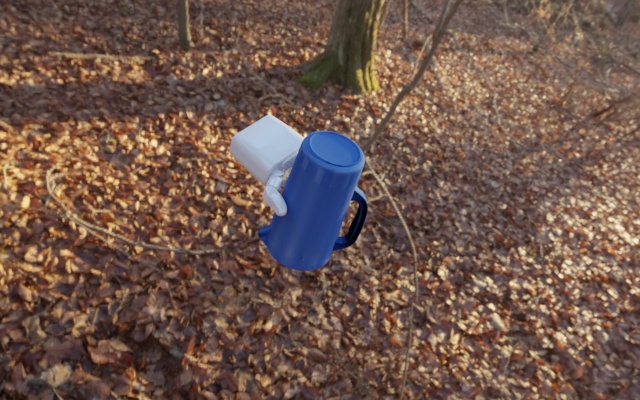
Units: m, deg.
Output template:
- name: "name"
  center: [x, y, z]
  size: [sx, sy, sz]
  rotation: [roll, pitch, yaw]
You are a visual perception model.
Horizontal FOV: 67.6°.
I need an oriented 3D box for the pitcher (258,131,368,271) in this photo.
- name: "pitcher"
  center: [0.000, 0.003, 0.848]
  size: [0.145, 0.243, 0.149]
  rotation: [39, 43, 19]
